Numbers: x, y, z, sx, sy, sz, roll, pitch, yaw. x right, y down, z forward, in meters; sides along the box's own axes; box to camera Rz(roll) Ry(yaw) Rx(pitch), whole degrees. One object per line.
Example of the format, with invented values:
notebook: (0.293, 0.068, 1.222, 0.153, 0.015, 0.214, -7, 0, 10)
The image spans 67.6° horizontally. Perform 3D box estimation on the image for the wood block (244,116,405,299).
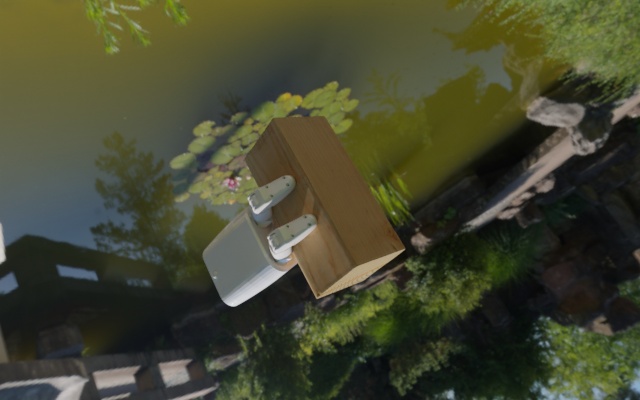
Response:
wood block: (0.000, 0.002, 0.597, 0.091, 0.206, 0.090, -11, -26, -43)
